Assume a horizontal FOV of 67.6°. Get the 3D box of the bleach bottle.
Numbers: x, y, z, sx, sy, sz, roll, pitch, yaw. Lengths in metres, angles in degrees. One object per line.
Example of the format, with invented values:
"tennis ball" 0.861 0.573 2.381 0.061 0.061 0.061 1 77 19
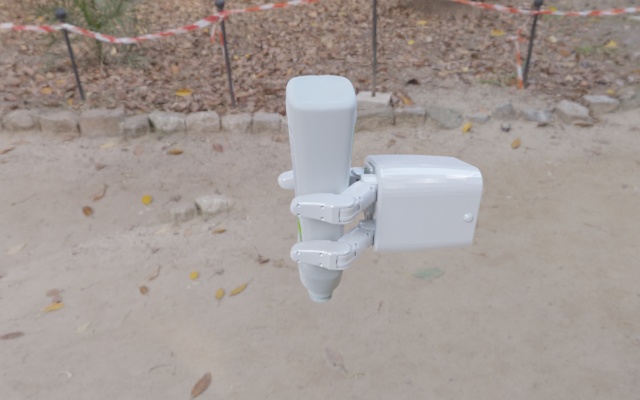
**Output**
"bleach bottle" 0.000 0.002 0.519 0.068 0.251 0.102 -1 31 -2
